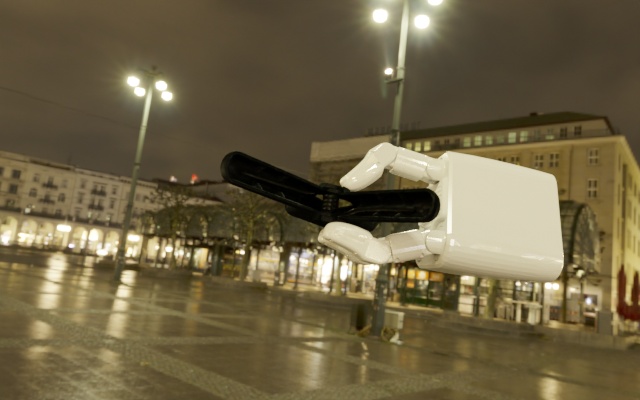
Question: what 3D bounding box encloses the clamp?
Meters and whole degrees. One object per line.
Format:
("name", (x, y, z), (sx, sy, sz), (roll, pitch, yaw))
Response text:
("clamp", (0.000, 0.001, 0.437), (0.164, 0.036, 0.210), (13, -9, -2))
